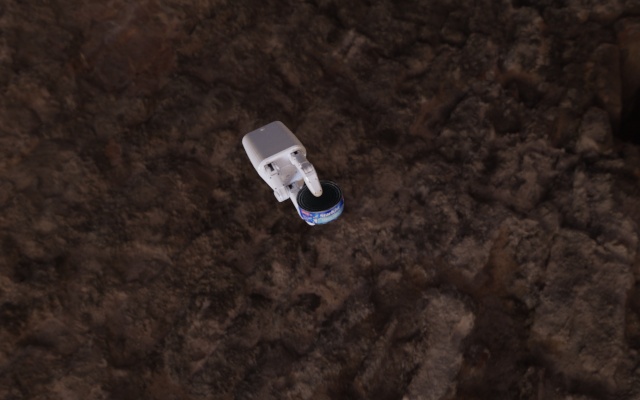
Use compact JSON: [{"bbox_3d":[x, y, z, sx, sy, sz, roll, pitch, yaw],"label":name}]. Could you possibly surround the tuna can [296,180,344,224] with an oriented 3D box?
[{"bbox_3d":[0.000,0.003,0.875,0.086,0.034,0.086,-7,42,6],"label":"tuna can"}]
